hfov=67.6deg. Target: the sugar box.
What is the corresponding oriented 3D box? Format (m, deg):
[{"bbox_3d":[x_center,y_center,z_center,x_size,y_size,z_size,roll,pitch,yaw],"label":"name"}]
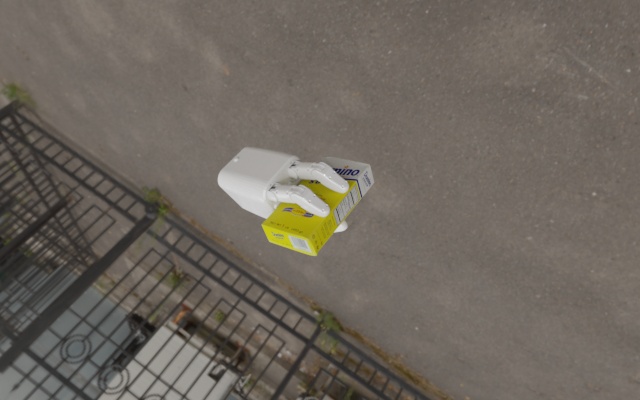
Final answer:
[{"bbox_3d":[0.000,0.002,0.742,0.093,0.048,0.176,14,51,34],"label":"sugar box"}]
